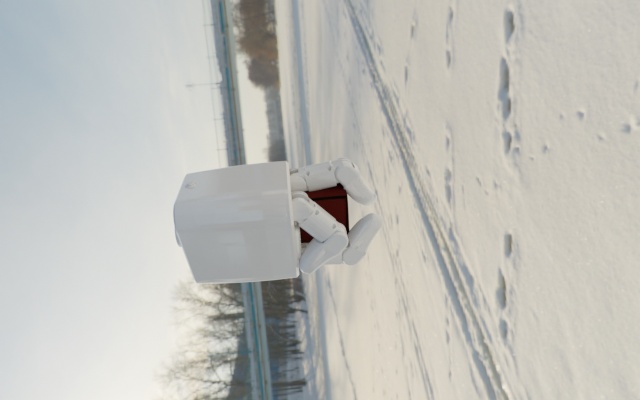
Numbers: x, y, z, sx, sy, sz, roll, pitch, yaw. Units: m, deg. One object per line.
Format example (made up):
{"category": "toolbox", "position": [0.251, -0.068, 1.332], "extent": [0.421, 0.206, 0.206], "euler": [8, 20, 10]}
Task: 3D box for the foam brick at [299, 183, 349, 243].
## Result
{"category": "foam brick", "position": [0.000, 0.002, 0.515], "extent": [0.051, 0.053, 0.078], "euler": [-6, 28, -3]}
